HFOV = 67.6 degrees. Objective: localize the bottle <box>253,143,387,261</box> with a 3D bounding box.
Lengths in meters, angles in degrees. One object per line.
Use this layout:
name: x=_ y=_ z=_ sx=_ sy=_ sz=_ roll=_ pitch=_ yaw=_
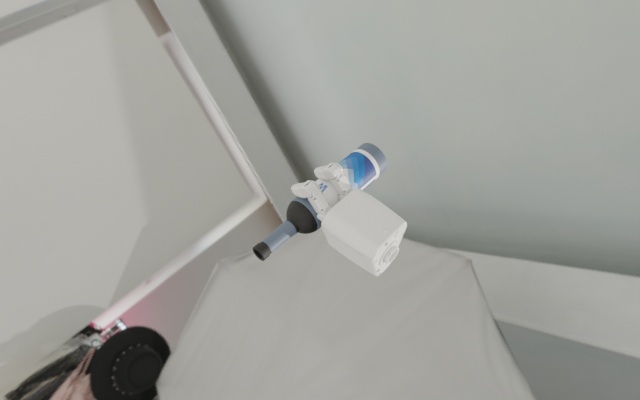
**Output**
bottle: x=0.000 y=0.003 z=0.827 sx=0.295 sy=0.069 sz=0.069 roll=-40 pitch=22 yaw=-29
